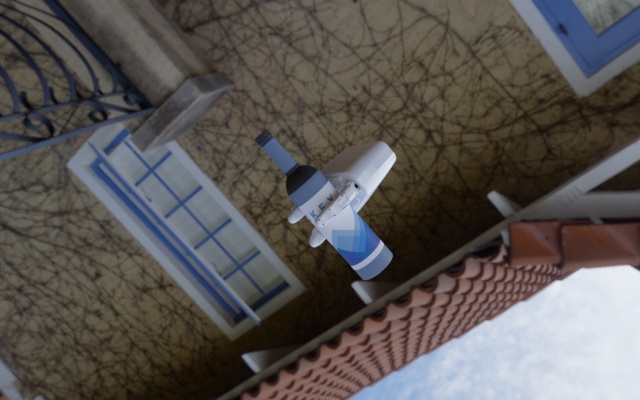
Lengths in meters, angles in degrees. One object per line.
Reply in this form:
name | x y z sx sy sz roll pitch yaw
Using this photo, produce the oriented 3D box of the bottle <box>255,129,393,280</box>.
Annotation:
bottle | 0.000 0.003 0.790 0.069 0.296 0.069 -41 8 7
